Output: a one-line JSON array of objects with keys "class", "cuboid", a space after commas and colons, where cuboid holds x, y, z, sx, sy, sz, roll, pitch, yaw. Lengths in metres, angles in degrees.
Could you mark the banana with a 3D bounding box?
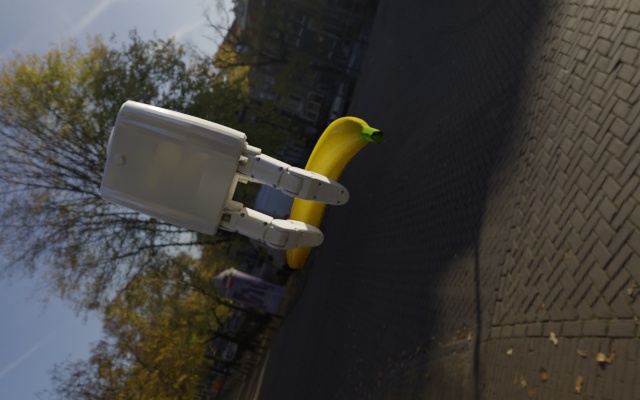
[{"class": "banana", "cuboid": [0.001, -0.014, 0.477, 0.037, 0.069, 0.198, 15, -48, -16]}]
